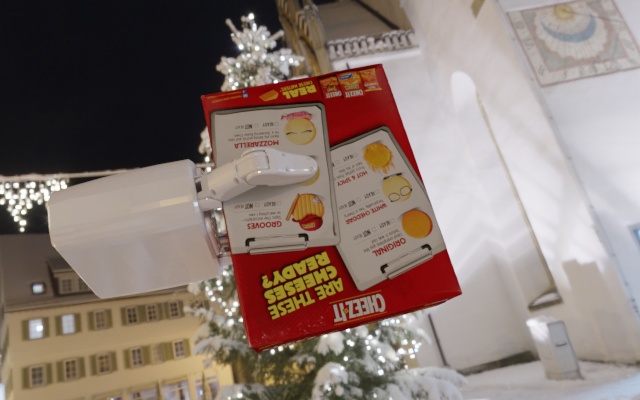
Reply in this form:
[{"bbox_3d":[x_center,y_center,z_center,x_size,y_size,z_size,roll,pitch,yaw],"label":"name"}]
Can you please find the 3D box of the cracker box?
[{"bbox_3d":[0.000,0.001,0.406,0.164,0.213,0.072,-12,-19,-8],"label":"cracker box"}]
